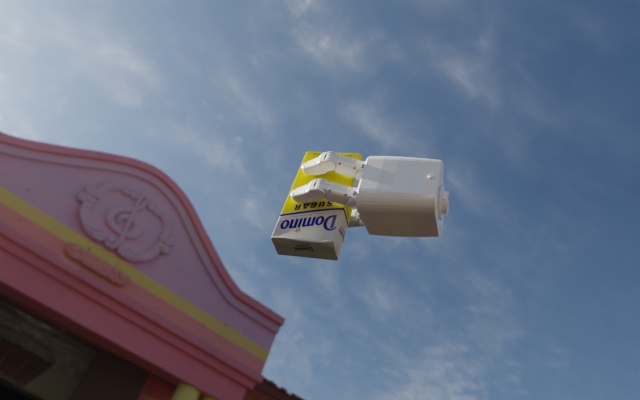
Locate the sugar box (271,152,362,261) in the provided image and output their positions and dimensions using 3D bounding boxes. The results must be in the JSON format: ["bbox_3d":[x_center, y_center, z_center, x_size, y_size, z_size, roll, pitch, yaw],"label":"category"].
[{"bbox_3d":[0.000,0.002,0.703,0.093,0.176,0.048,3,-43,19],"label":"sugar box"}]
